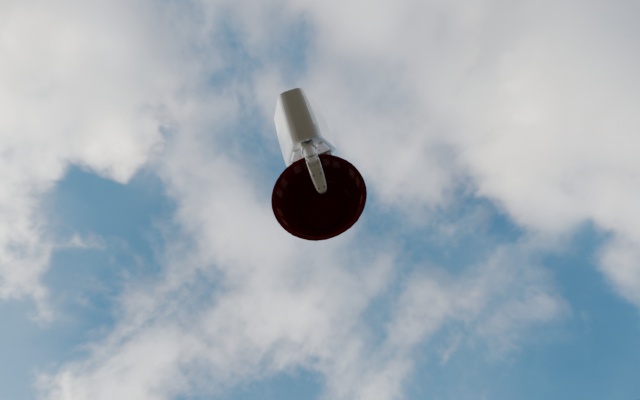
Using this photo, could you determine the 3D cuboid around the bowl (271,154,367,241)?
[{"bbox_3d":[0.000,0.004,0.819,0.162,0.162,0.055,0,-26,9],"label":"bowl"}]
